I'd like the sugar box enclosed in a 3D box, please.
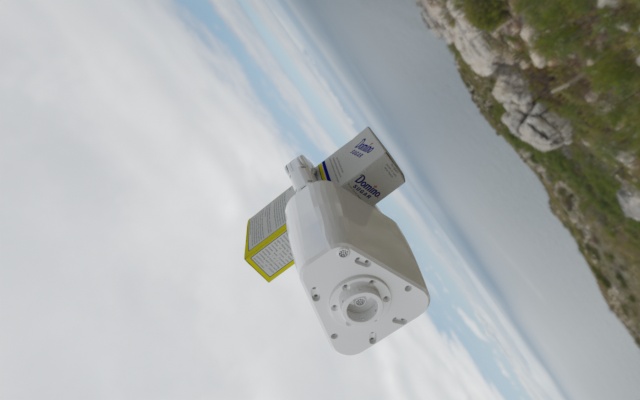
[{"bbox_3d":[0.000,0.002,0.504,0.176,0.048,0.093,-35,24,10],"label":"sugar box"}]
